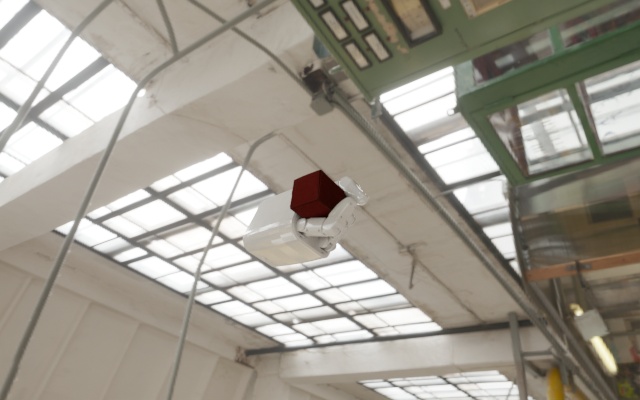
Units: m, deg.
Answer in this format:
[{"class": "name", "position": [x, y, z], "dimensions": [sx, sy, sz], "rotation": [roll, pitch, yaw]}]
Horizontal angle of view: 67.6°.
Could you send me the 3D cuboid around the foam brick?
[{"class": "foam brick", "position": [0.000, 0.002, 0.693], "dimensions": [0.051, 0.053, 0.078], "rotation": [-16, -39, 32]}]
